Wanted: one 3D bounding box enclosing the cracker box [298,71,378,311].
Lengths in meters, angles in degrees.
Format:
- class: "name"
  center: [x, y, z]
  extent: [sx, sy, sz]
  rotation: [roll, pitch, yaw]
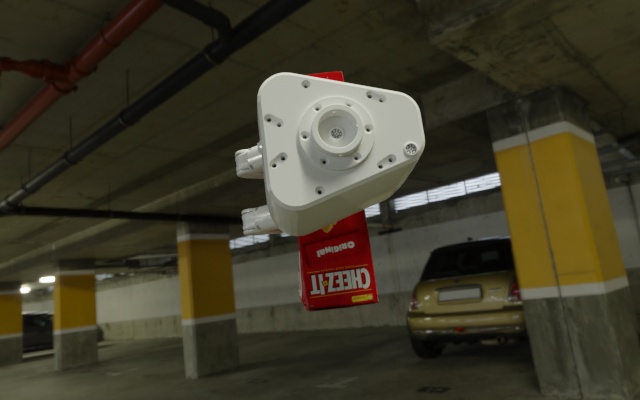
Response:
- class: "cracker box"
  center: [0.000, 0.001, 0.497]
  extent: [0.072, 0.213, 0.164]
  rotation: [-7, -10, -3]
